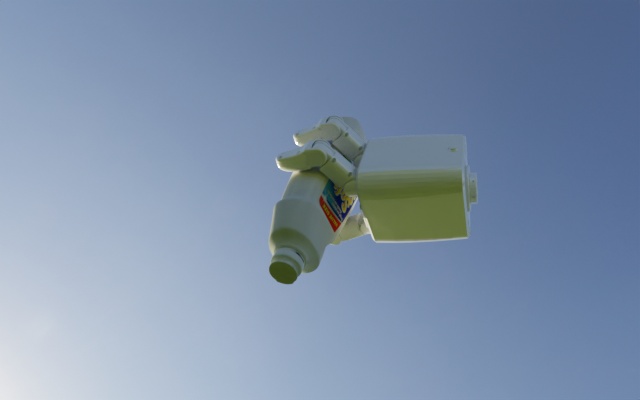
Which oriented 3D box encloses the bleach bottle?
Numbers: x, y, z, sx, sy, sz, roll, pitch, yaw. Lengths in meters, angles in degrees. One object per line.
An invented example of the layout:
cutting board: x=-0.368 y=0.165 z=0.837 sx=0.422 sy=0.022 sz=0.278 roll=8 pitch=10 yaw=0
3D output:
bleach bottle: x=0.000 y=0.002 z=0.537 sx=0.068 sy=0.103 sz=0.250 roll=-3 pitch=34 yaw=20
